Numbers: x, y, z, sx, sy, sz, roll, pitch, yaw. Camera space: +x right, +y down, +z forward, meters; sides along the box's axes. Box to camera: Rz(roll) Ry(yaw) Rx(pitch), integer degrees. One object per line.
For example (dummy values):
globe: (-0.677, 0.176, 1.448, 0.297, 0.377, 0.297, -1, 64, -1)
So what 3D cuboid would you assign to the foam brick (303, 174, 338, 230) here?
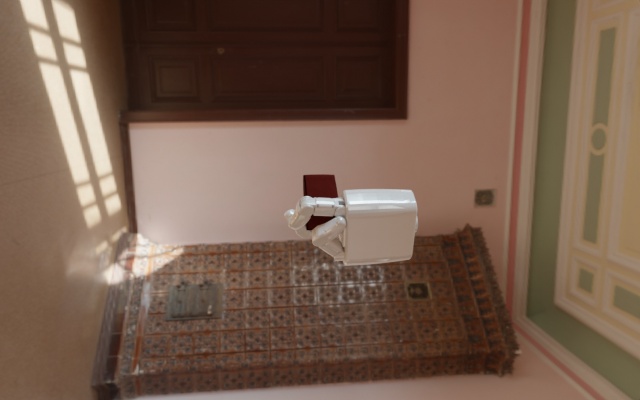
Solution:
foam brick: (0.000, 0.002, 0.760, 0.051, 0.078, 0.053, -3, -45, -4)
